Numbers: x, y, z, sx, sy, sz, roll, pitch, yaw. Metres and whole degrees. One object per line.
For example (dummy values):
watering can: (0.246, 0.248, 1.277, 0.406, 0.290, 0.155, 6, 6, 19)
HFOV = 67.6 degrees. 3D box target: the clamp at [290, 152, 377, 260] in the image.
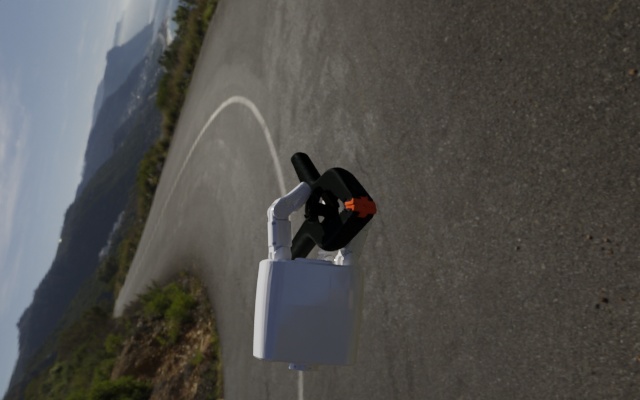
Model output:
clamp: (0.000, 0.002, 0.569, 0.036, 0.164, 0.210, 8, -13, -25)
